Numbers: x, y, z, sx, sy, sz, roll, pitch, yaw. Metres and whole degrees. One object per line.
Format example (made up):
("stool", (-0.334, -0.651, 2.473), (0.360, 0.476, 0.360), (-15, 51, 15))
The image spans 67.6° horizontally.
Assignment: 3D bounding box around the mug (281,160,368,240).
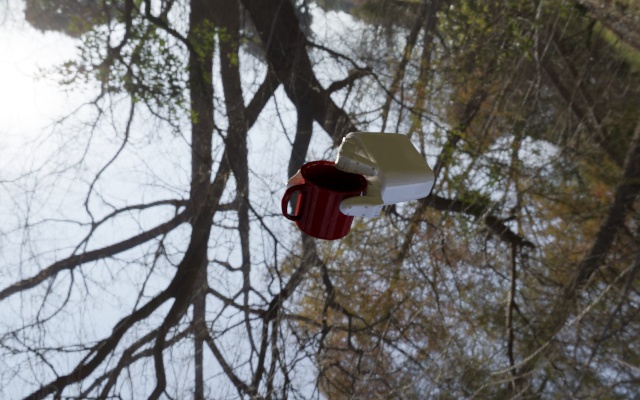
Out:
("mug", (-0.001, 0.003, 0.655), (0.117, 0.081, 0.093), (-6, 34, -32))
